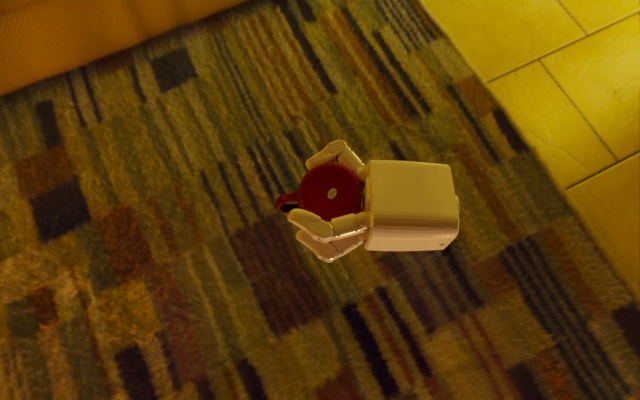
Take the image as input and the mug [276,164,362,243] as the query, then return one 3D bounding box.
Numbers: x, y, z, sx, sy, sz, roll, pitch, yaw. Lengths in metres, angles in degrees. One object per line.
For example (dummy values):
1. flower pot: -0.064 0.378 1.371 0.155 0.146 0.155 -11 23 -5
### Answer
1. mug: -0.001 0.002 0.633 0.117 0.093 0.081 2 -20 0
